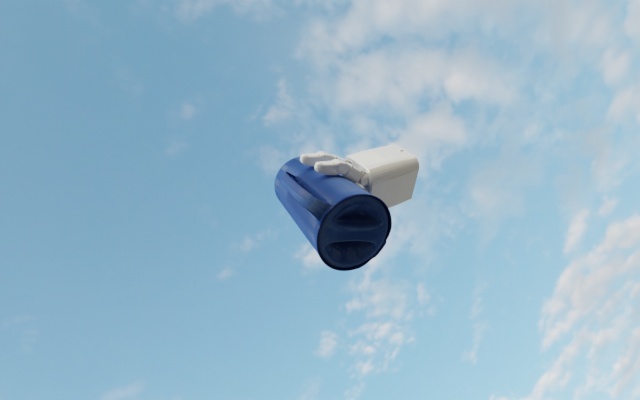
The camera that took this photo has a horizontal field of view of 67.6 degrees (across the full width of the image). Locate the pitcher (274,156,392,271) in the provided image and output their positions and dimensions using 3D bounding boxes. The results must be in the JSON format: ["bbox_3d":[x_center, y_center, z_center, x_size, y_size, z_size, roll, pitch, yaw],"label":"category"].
[{"bbox_3d":[0.000,0.003,0.831,0.145,0.149,0.242,-16,29,-20],"label":"pitcher"}]
